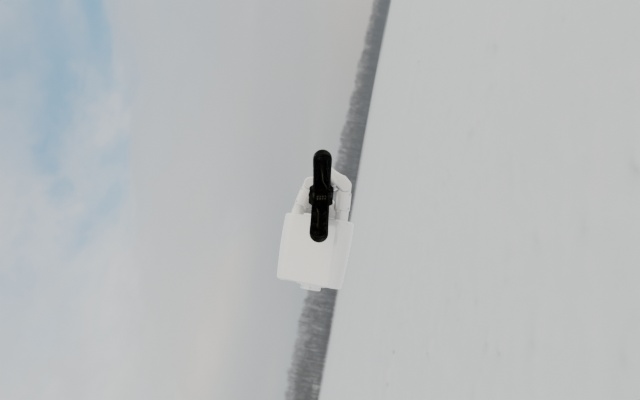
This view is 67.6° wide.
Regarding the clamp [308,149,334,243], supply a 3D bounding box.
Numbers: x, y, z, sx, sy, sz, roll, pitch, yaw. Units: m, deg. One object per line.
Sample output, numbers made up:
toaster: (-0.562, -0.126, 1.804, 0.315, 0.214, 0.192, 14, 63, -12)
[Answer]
clamp: (0.000, 0.002, 0.688, 0.039, 0.120, 0.171, 8, -7, 3)
